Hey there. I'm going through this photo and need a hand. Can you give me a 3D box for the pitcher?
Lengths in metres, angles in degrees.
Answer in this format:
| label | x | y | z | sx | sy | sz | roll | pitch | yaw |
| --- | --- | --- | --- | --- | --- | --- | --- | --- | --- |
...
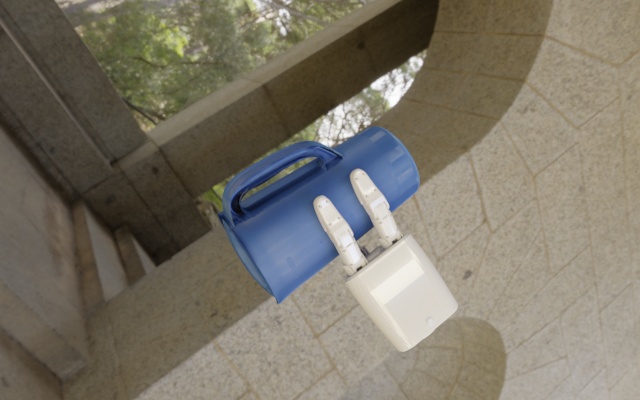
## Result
| label | x | y | z | sx | sy | sz | roll | pitch | yaw |
| --- | --- | --- | --- | --- | --- | --- | --- | --- | --- |
| pitcher | 0.000 | 0.002 | 0.600 | 0.243 | 0.145 | 0.149 | -35 | -6 | -14 |
